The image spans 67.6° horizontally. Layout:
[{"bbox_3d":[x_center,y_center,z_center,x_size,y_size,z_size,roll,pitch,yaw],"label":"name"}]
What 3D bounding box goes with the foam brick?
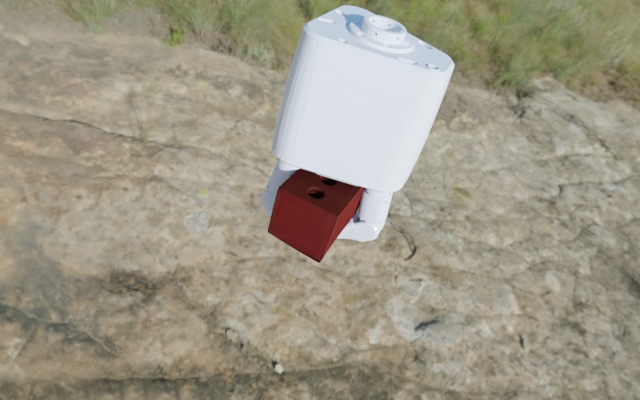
[{"bbox_3d":[0.000,0.002,0.400,0.053,0.051,0.078,28,40,11],"label":"foam brick"}]
